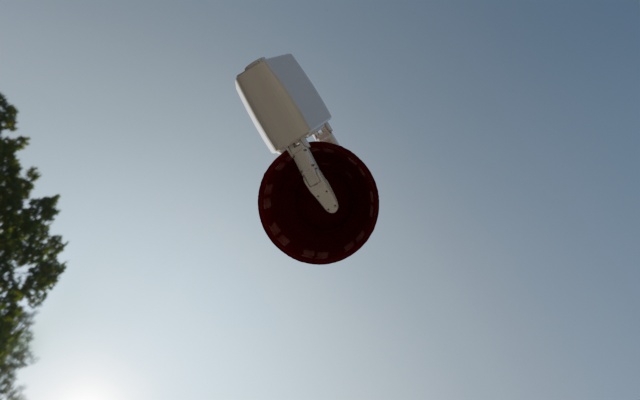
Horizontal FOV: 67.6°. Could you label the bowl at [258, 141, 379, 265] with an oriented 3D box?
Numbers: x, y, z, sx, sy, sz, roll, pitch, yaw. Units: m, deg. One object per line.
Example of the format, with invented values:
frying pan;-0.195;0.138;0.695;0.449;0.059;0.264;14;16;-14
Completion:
bowl;0.001;0.003;0.645;0.162;0.162;0.055;0;5;11
